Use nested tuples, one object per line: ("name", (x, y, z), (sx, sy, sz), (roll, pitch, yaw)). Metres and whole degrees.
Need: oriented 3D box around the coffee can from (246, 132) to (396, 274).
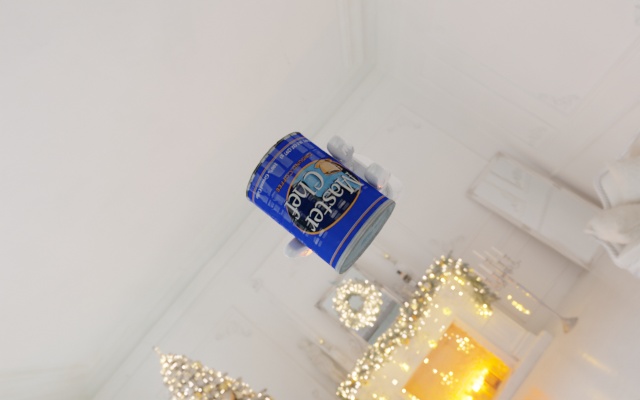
("coffee can", (0.000, 0.002, 0.552), (0.140, 0.103, 0.103), (38, 10, 14))
